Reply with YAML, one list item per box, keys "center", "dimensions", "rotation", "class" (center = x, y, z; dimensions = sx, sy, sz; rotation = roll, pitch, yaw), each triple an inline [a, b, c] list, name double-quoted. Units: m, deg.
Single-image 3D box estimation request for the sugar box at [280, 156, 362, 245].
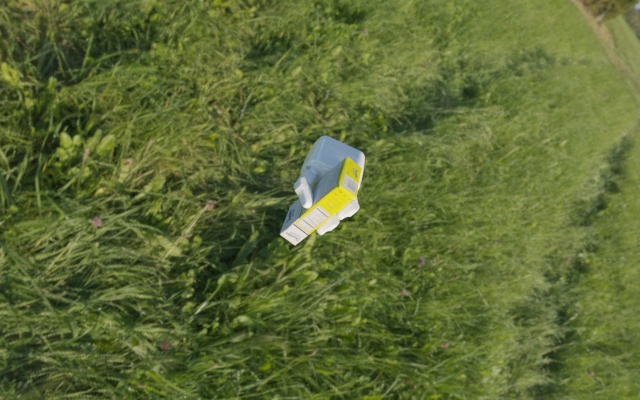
- center: [0.001, 0.003, 0.898]
  dimensions: [0.048, 0.093, 0.176]
  rotation: [36, -53, -15]
  class: "sugar box"
